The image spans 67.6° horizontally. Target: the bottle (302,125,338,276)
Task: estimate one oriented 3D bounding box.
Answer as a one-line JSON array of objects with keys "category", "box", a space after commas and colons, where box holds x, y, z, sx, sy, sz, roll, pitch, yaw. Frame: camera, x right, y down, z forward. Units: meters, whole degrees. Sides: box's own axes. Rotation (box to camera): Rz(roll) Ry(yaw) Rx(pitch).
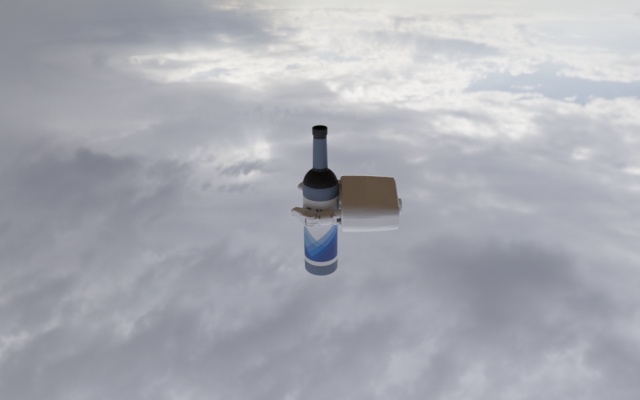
[{"category": "bottle", "box": [0.000, 0.003, 0.898, 0.069, 0.296, 0.069, 0, 28, 0]}]
